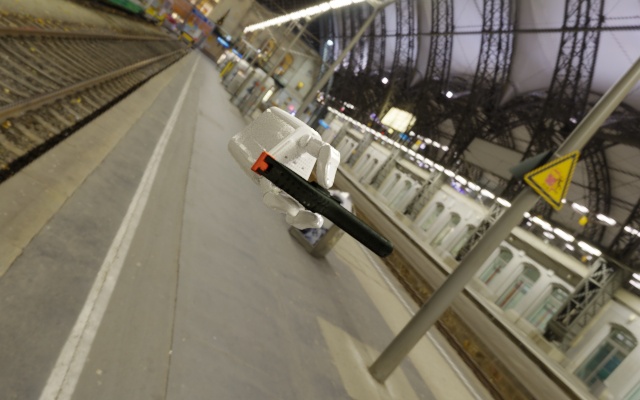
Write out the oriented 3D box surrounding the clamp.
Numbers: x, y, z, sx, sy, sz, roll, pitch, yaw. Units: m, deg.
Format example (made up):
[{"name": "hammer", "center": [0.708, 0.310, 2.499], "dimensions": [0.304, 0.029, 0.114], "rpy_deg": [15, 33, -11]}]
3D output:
[{"name": "clamp", "center": [0.000, 0.001, 0.633], "dimensions": [0.210, 0.036, 0.164], "rpy_deg": [33, 4, -42]}]
